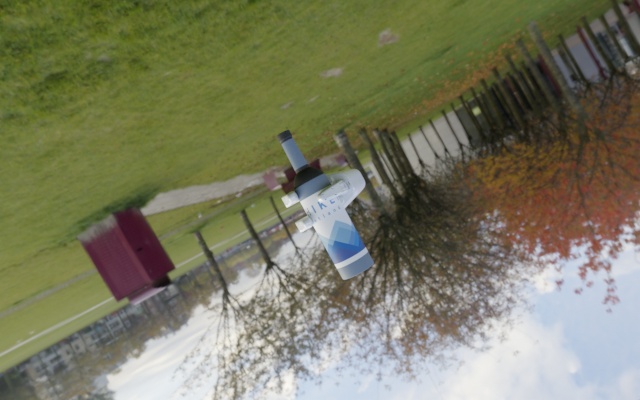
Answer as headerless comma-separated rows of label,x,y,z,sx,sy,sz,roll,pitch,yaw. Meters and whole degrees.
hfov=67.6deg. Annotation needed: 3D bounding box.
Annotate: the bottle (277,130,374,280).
bottle,0.000,0.003,0.894,0.069,0.295,0.069,-29,0,0
